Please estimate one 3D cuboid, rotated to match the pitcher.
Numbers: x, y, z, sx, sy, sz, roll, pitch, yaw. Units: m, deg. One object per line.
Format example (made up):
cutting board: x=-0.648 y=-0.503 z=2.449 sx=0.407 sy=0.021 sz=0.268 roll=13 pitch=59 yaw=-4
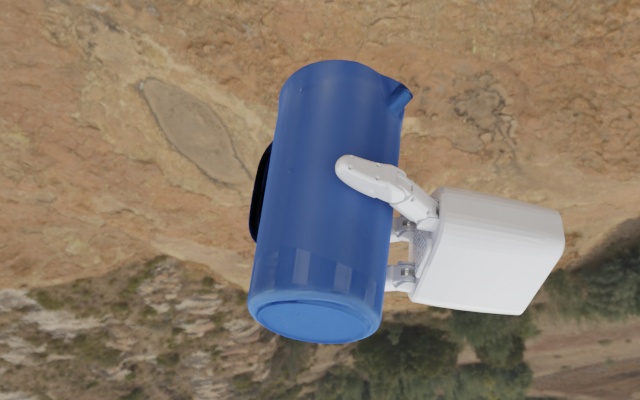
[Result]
pitcher: x=0.000 y=0.001 z=0.448 sx=0.145 sy=0.242 sz=0.149 roll=10 pitch=-34 yaw=-2
